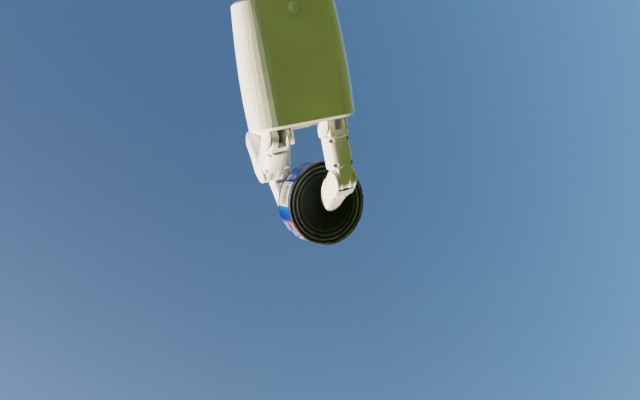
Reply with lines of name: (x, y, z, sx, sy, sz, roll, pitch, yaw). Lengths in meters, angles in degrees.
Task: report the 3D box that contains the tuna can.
tuna can: (0.000, 0.002, 0.497, 0.086, 0.086, 0.034, 0, 4, -28)
